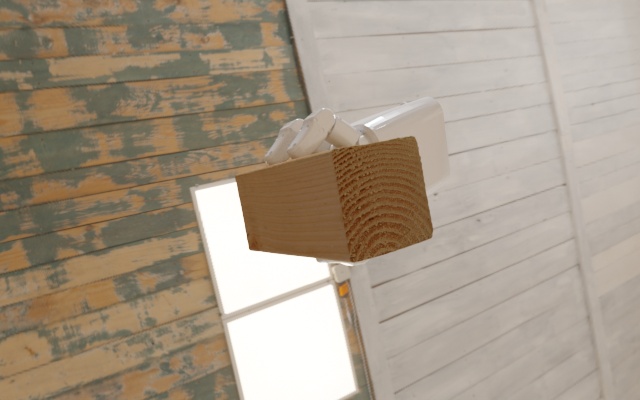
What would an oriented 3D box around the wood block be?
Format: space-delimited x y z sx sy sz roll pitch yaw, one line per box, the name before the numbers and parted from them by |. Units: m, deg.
wood block | 0.000 0.002 0.469 0.090 0.091 0.206 -13 4 -30
